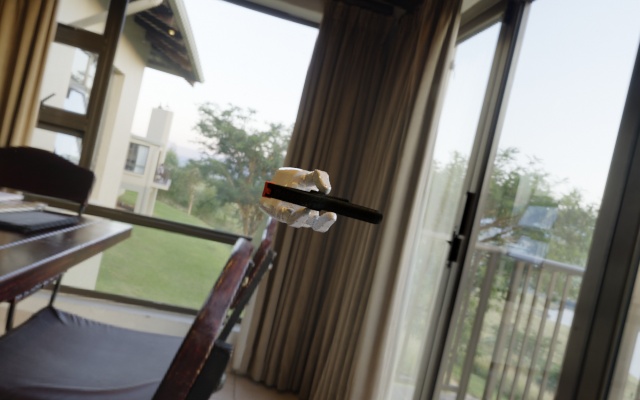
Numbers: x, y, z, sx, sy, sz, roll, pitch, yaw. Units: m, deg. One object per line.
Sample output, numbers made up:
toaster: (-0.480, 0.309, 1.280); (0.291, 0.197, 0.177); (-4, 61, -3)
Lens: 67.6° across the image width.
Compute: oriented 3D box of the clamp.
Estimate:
clamp: (0.000, 0.002, 0.867); (0.210, 0.036, 0.164); (13, 3, -28)
